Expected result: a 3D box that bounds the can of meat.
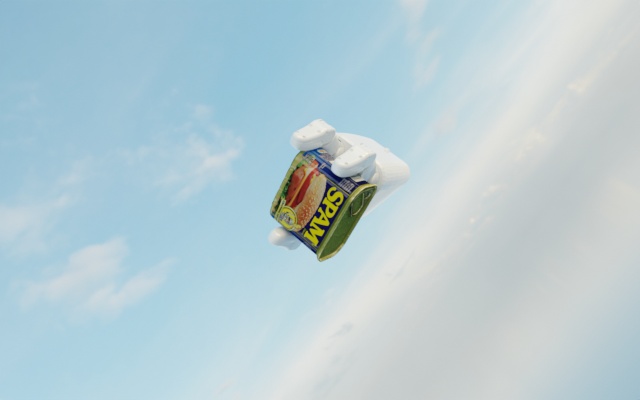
[{"bbox_3d":[0.000,0.002,0.533,0.084,0.102,0.057,39,25,21],"label":"can of meat"}]
